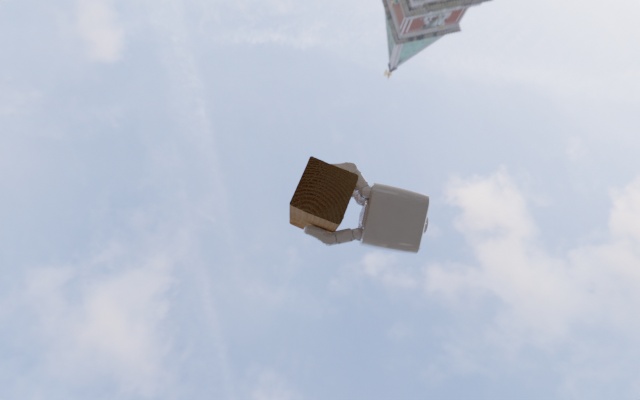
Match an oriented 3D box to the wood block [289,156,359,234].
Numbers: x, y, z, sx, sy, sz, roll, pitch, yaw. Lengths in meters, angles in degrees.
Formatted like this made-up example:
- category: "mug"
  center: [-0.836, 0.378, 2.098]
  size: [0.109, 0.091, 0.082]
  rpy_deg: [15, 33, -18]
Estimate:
- category: "wood block"
  center: [0.000, 0.003, 0.865]
  size: [0.090, 0.091, 0.206]
  rpy_deg: [22, -12, 1]
